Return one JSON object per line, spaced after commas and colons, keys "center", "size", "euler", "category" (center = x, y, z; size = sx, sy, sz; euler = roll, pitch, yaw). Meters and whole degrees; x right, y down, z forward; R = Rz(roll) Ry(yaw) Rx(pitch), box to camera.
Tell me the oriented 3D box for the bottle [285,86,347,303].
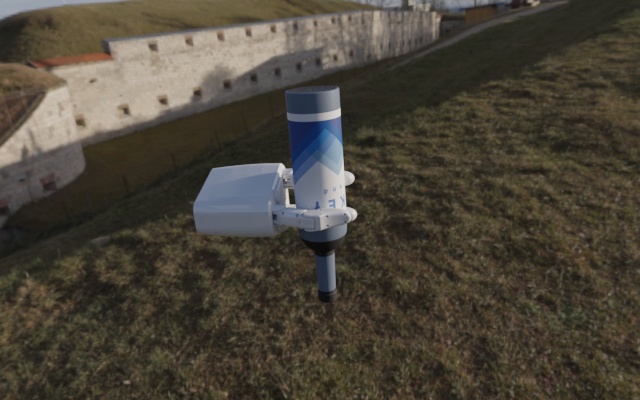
{"center": [0.000, 0.002, 0.634], "size": [0.069, 0.296, 0.069], "euler": [-4, 20, 1], "category": "bottle"}
